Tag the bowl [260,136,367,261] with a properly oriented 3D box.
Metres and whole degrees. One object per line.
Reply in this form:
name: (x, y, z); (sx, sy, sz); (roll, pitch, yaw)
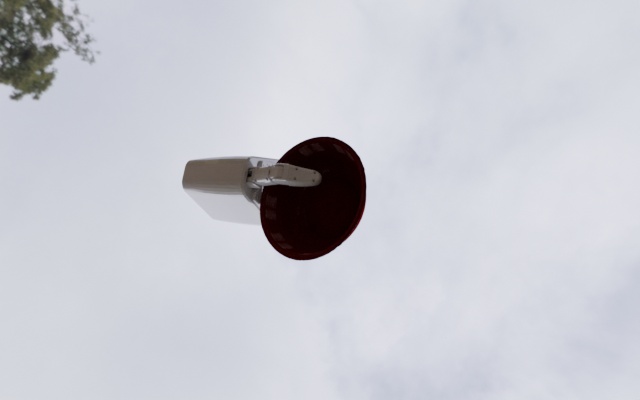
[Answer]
bowl: (0.001, 0.002, 0.614); (0.162, 0.162, 0.055); (0, -16, 35)
